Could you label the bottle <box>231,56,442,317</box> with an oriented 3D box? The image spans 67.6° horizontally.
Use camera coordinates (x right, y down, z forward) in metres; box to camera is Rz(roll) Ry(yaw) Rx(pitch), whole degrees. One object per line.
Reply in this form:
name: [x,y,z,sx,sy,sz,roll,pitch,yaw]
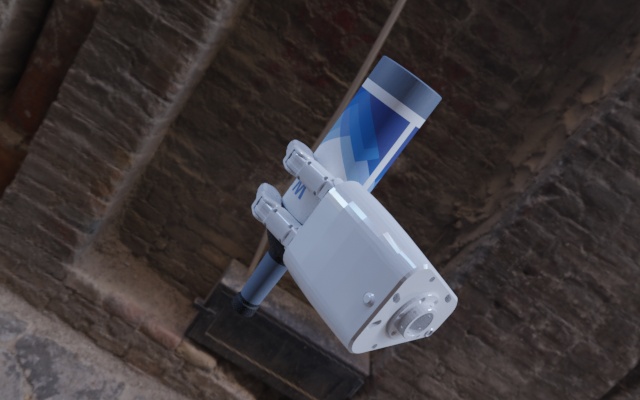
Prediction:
bottle: [0.000,0.001,0.474,0.069,0.296,0.069,34,15,-10]
